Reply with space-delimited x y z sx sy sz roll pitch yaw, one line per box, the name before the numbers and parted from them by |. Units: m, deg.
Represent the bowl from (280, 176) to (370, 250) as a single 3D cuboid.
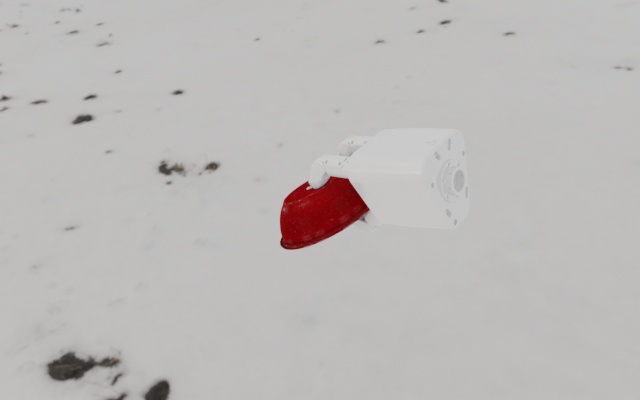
bowl | -0.001 0.002 0.682 0.162 0.055 0.162 -28 14 8
